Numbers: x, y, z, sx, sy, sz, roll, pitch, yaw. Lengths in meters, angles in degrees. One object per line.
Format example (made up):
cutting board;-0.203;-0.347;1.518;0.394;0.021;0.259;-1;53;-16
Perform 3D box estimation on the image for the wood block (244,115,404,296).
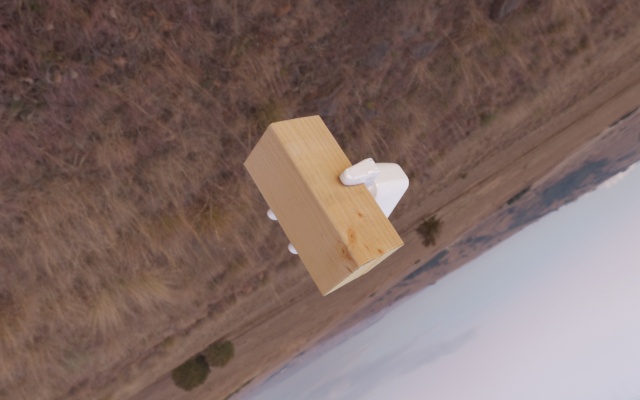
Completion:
wood block;0.001;0.002;0.616;0.090;0.206;0.091;-19;-19;-43
